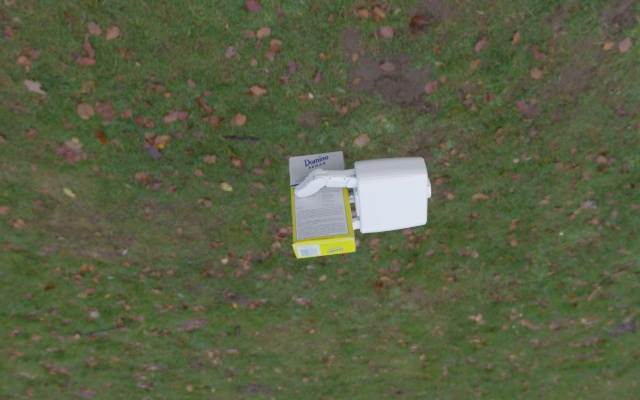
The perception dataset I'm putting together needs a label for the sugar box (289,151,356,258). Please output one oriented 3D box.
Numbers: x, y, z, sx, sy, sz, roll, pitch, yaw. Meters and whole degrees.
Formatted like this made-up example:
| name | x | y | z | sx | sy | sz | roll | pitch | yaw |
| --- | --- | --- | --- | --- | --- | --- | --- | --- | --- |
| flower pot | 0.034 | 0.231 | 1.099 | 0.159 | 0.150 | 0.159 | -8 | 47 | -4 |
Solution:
| name | x | y | z | sx | sy | sz | roll | pitch | yaw |
| --- | --- | --- | --- | --- | --- | --- | --- | --- | --- |
| sugar box | 0.000 | 0.003 | 0.762 | 0.093 | 0.176 | 0.048 | -6 | -40 | 3 |
